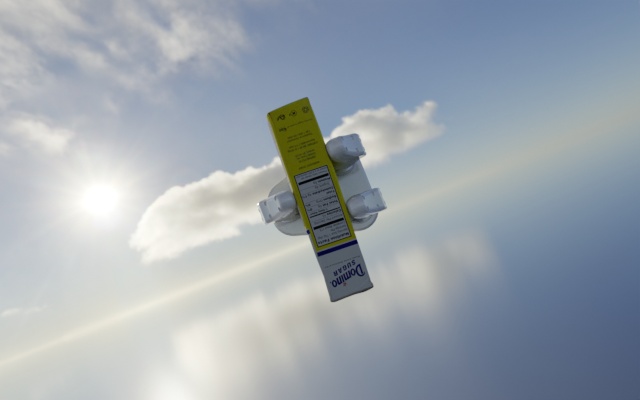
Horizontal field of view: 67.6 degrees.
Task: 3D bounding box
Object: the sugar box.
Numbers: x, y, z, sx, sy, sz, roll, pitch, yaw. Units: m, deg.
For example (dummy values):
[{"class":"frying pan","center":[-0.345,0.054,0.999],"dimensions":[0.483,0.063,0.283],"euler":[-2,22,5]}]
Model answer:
[{"class":"sugar box","center":[0.001,0.001,0.452],"dimensions":[0.048,0.176,0.093],"euler":[-21,-4,0]}]
